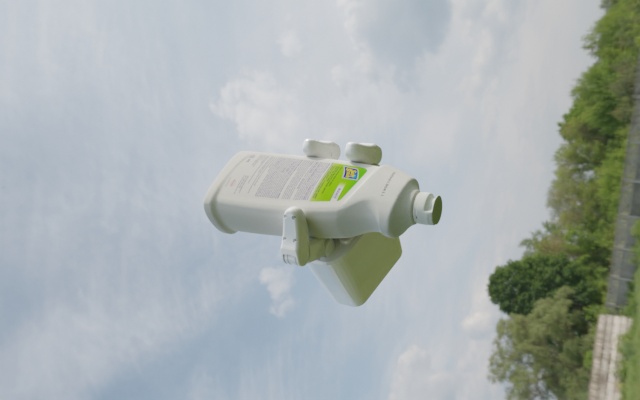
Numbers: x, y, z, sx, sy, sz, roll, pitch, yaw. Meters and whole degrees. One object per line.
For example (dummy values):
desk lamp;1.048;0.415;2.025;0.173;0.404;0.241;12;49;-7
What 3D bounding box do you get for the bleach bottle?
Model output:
bleach bottle;0.000;0.002;0.508;0.251;0.102;0.068;8;-36;31
